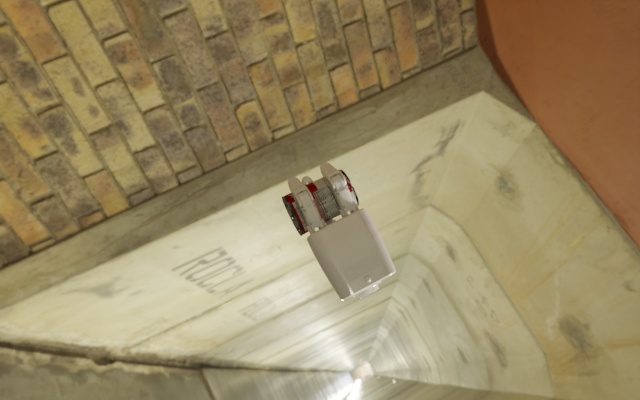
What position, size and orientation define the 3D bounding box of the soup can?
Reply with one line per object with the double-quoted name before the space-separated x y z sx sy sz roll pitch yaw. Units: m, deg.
"soup can" 0.000 0.002 0.743 0.102 0.068 0.068 -26 4 -9
